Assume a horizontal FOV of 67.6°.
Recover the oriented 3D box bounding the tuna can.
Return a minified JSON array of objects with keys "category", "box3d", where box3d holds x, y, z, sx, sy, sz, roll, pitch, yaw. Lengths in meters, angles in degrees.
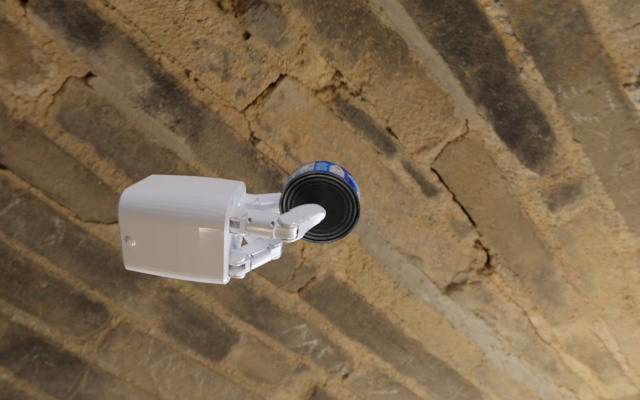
[{"category":"tuna can","box3d":[0.000,0.001,0.513,0.086,0.086,0.033,0,27,5]}]
